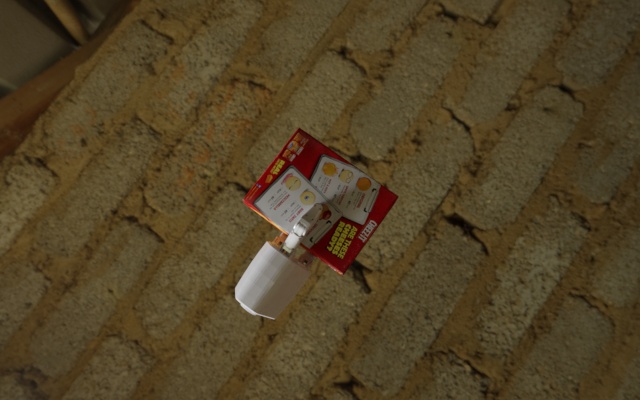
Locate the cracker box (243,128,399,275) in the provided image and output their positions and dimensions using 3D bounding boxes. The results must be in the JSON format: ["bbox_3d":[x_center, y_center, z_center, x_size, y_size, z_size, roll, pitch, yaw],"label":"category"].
[{"bbox_3d":[0.000,0.003,0.835,0.213,0.164,0.072,36,-7,8],"label":"cracker box"}]
